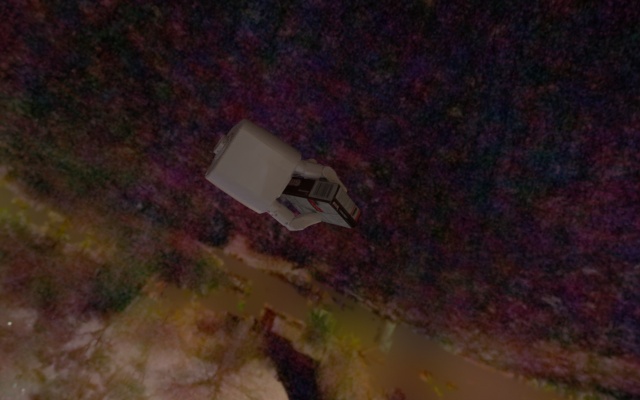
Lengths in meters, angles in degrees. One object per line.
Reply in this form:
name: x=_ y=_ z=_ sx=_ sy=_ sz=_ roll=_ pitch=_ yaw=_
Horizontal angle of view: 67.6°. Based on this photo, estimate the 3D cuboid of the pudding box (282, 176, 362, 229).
pudding box: x=0.000 y=0.003 z=0.797 sx=0.113 sy=0.039 sz=0.090 roll=13 pitch=-22 yaw=39
